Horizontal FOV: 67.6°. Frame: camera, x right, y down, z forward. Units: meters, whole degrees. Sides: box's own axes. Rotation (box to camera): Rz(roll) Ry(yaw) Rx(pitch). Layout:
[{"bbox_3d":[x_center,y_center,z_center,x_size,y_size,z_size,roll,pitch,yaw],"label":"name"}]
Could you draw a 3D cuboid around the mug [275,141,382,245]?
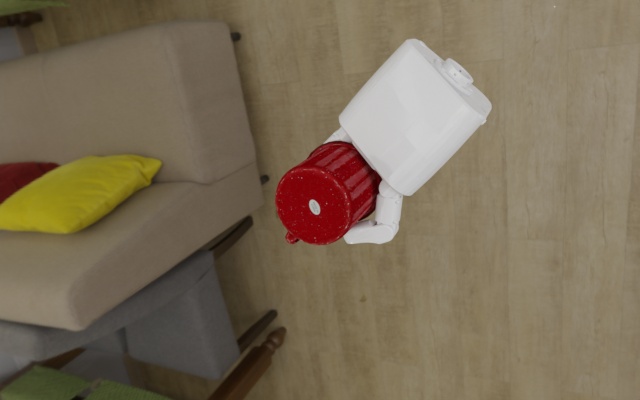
[{"bbox_3d":[-0.001,0.003,0.488,0.117,0.093,0.081,-49,-5,30],"label":"mug"}]
